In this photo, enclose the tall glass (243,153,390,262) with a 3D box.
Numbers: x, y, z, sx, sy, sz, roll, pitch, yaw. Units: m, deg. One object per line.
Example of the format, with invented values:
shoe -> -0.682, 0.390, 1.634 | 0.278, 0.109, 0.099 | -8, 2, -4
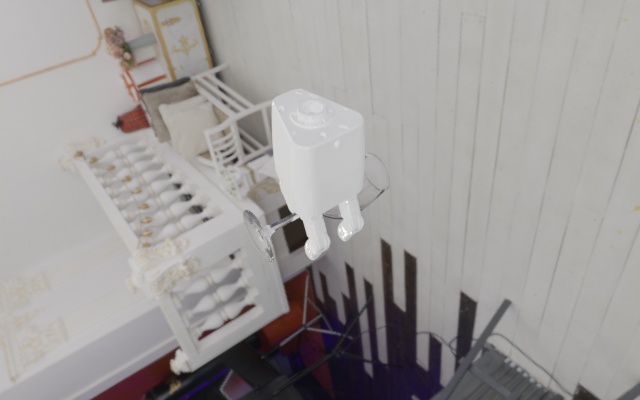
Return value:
tall glass -> 0.000, 0.002, 0.650 | 0.201, 0.079, 0.079 | -28, 12, -24
